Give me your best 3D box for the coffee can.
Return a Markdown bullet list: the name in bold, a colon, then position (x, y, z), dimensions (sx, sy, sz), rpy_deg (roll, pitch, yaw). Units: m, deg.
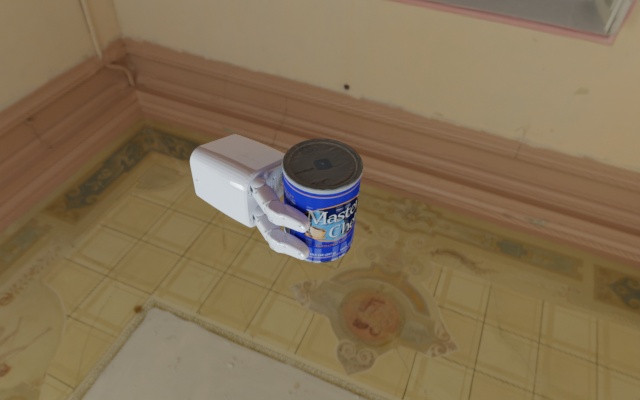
- **coffee can**: position (0.000, 0.002, 0.651), dimensions (0.103, 0.140, 0.102), rpy_deg (2, 44, -2)
